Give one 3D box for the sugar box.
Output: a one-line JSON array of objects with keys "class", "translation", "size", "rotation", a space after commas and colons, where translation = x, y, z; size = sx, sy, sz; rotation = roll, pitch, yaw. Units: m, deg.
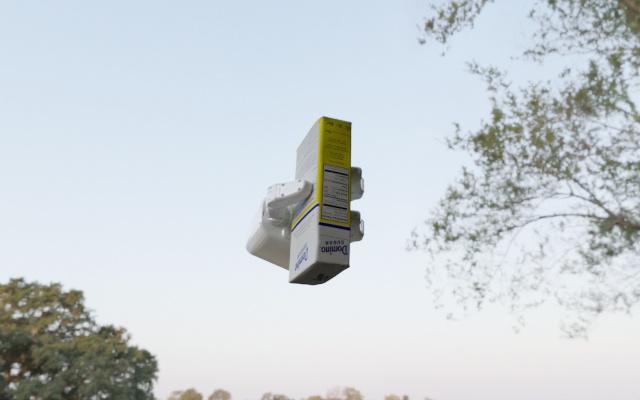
[{"class": "sugar box", "translation": [0.001, 0.002, 0.547], "size": [0.048, 0.176, 0.093], "rotation": [8, -24, -19]}]
